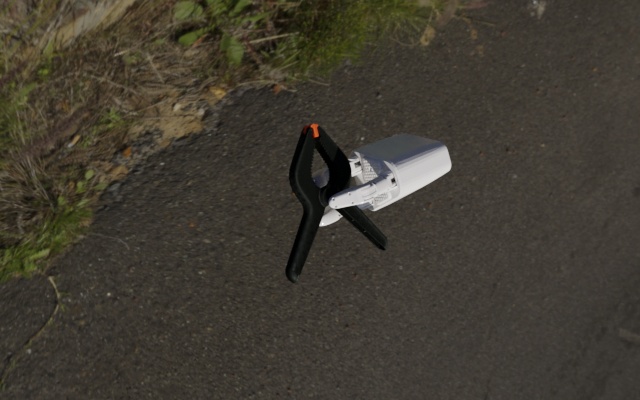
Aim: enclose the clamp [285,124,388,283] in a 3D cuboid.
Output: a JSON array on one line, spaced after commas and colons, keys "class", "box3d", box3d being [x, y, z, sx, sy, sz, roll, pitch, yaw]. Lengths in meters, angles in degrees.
[{"class": "clamp", "box3d": [0.001, 0.002, 0.659, 0.164, 0.210, 0.036, -23, 11, -27]}]
